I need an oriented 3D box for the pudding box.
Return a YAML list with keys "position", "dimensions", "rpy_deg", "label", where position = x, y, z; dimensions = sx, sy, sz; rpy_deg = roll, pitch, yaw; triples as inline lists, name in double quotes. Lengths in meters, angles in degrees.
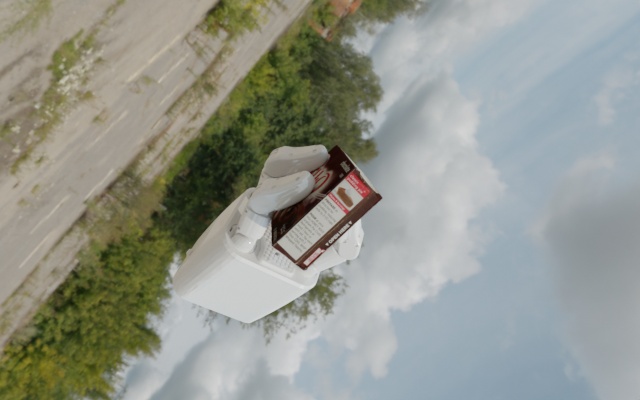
- position: [0.000, 0.002, 0.417]
  dimensions: [0.039, 0.090, 0.113]
  rpy_deg: [44, 7, -17]
  label: "pudding box"
